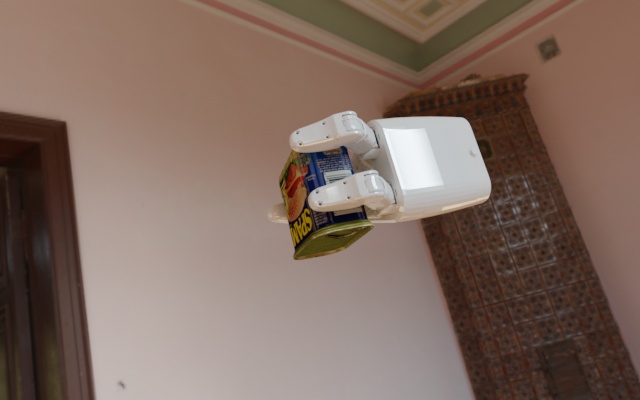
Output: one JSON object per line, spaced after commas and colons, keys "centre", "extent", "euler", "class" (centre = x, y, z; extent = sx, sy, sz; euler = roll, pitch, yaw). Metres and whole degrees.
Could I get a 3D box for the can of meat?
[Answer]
{"centre": [0.000, 0.001, 0.446], "extent": [0.057, 0.084, 0.102], "euler": [-9, -17, -20], "class": "can of meat"}
